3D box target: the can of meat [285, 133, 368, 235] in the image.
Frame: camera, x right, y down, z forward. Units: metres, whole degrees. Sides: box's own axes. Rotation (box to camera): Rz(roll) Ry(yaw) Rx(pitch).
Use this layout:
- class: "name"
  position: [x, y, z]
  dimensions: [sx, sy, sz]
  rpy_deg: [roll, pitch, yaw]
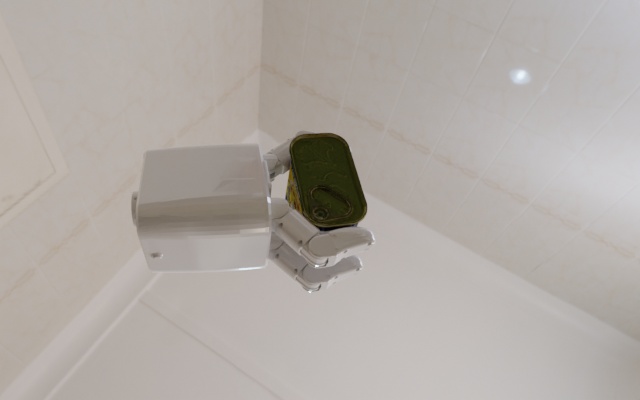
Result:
- class: "can of meat"
  position: [0.000, 0.002, 0.457]
  dimensions: [0.057, 0.102, 0.084]
  rpy_deg: [-6, -33, -14]
